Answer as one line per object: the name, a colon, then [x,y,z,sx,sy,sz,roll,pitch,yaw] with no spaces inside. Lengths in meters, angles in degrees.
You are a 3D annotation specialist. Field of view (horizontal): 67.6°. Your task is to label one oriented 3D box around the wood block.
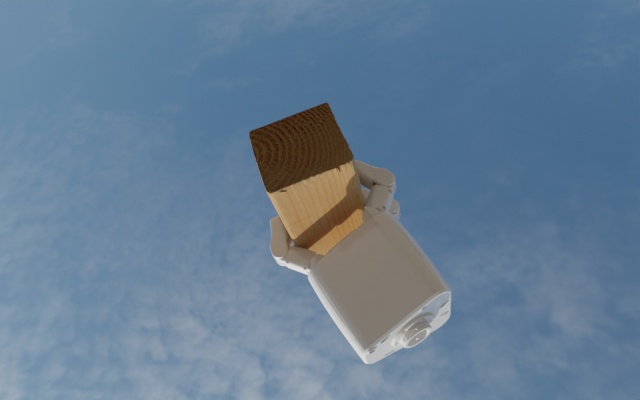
wood block: [0.000,0.002,0.552,0.091,0.090,0.206,-21,-36,-1]
